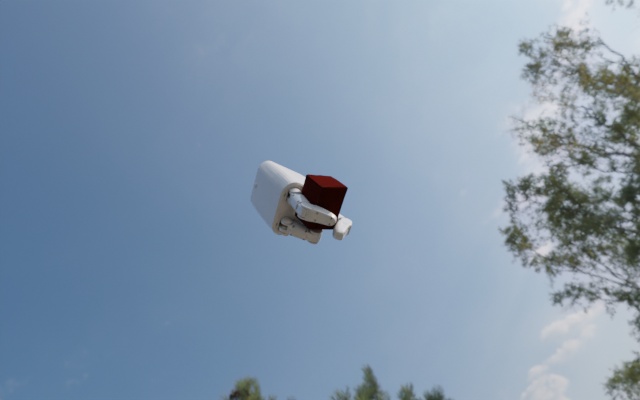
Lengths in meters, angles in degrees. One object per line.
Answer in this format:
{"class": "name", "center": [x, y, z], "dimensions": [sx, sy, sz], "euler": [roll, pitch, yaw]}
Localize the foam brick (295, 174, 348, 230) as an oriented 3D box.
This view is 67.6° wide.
{"class": "foam brick", "center": [0.000, 0.002, 0.774], "dimensions": [0.053, 0.078, 0.051], "euler": [2, 26, -35]}
